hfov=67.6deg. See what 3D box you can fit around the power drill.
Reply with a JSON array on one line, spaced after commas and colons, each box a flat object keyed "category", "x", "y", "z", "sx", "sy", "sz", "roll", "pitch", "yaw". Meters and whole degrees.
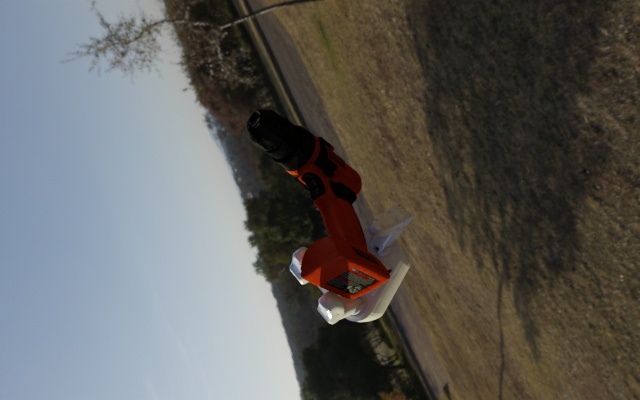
[{"category": "power drill", "x": 0.000, "y": 0.002, "z": 0.518, "sx": 0.057, "sy": 0.187, "sz": 0.184, "roll": -34, "pitch": -41, "yaw": 25}]
